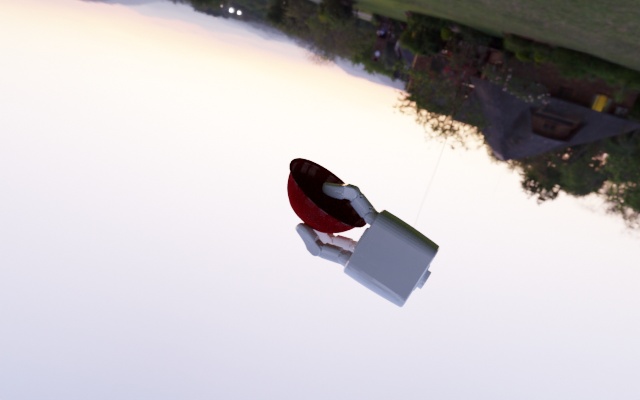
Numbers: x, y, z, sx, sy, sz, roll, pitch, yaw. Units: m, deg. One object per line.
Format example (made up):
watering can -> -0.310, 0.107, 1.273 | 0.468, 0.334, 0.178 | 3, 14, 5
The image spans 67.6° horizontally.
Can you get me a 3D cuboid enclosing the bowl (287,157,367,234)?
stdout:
bowl -> -0.001, 0.002, 0.788 | 0.055, 0.162, 0.162 | -49, -24, 23
